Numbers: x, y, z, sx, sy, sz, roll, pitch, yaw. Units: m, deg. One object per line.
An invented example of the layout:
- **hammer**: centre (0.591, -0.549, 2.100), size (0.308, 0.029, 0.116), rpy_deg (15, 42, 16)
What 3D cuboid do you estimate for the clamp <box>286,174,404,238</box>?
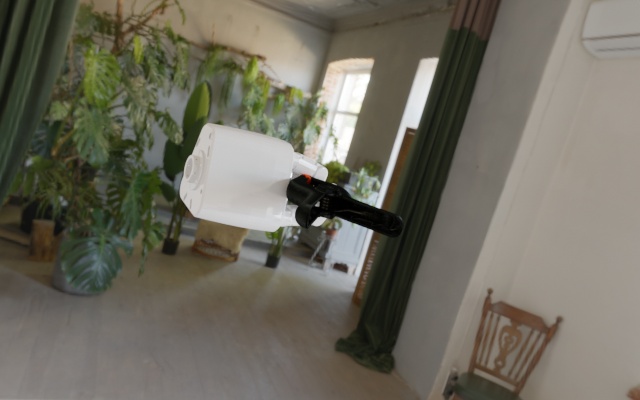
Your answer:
- **clamp**: centre (0.000, 0.001, 0.540), size (0.120, 0.039, 0.171), rpy_deg (12, 8, -33)
